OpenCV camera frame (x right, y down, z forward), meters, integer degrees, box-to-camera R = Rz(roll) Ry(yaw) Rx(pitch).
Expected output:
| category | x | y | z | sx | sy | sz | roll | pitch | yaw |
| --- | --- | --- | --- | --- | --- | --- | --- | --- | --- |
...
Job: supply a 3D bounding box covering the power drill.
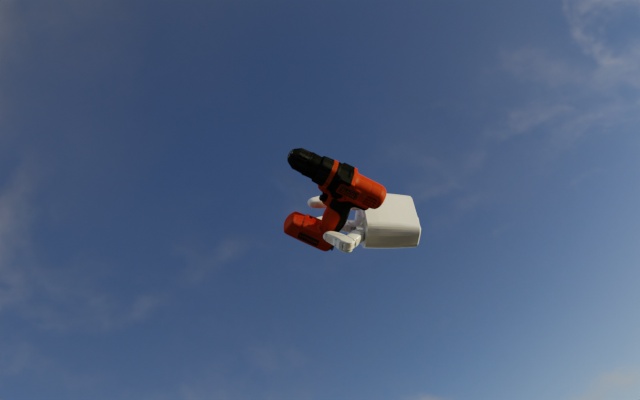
| category | x | y | z | sx | sy | sz | roll | pitch | yaw |
| --- | --- | --- | --- | --- | --- | --- | --- | --- | --- |
| power drill | 0.000 | 0.003 | 0.867 | 0.184 | 0.057 | 0.188 | 26 | -46 | -8 |
